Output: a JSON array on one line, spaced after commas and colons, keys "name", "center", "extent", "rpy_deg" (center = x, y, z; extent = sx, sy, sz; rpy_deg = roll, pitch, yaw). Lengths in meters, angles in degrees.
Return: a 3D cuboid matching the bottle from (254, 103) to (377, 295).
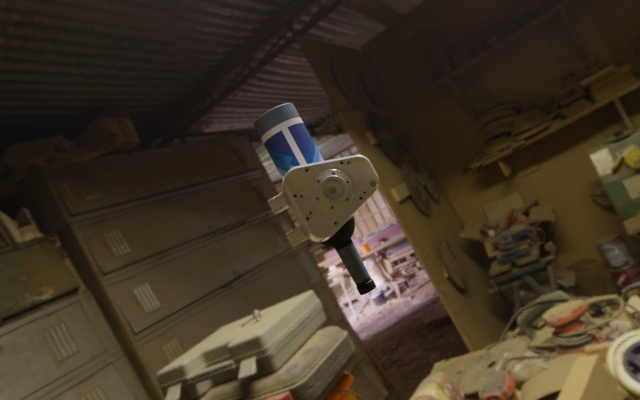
[{"name": "bottle", "center": [0.000, 0.002, 0.701], "extent": [0.069, 0.295, 0.069], "rpy_deg": [-28, -2, -1]}]
